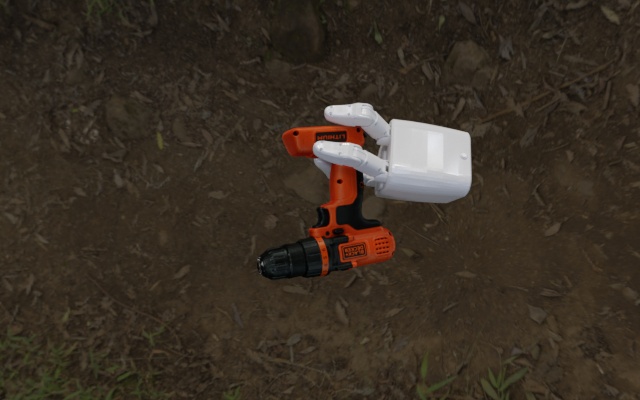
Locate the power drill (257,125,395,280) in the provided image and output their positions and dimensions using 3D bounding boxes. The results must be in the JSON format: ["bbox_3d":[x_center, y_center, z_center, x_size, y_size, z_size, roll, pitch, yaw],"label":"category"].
[{"bbox_3d":[0.000,0.002,0.612,0.184,0.187,0.057,-7,0,-22],"label":"power drill"}]
